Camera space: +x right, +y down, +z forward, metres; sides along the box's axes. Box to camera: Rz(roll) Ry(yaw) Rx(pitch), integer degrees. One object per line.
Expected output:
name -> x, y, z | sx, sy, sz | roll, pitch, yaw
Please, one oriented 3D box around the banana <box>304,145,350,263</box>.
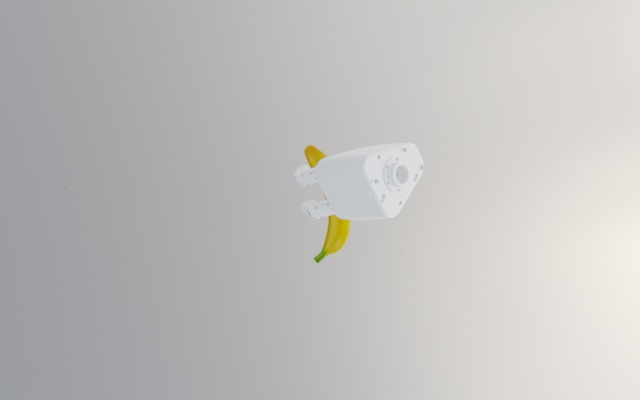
banana -> 0.016, 0.003, 0.799 | 0.069, 0.198, 0.037 | -9, 6, -33
